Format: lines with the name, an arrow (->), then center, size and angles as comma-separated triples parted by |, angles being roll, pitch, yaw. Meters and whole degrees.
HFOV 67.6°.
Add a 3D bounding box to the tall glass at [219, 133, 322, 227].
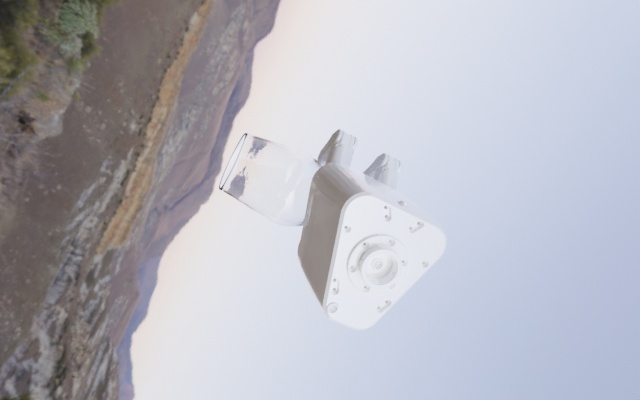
tall glass -> 0.001, 0.002, 0.495 | 0.201, 0.079, 0.079 | 25, -8, -17
